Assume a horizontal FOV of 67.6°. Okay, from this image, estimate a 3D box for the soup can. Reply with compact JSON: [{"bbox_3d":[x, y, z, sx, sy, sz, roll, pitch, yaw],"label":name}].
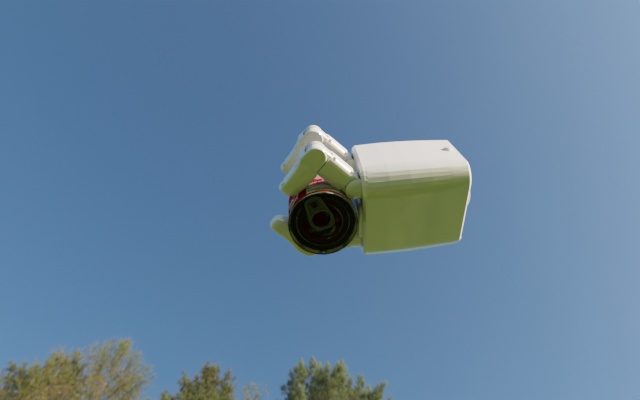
[{"bbox_3d":[0.000,0.002,0.503,0.068,0.068,0.102,0,25,-3],"label":"soup can"}]
